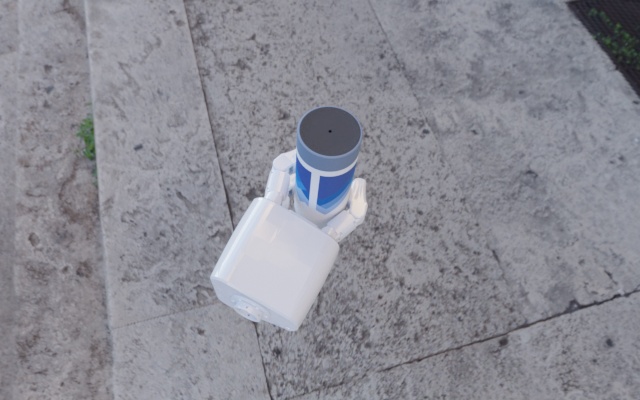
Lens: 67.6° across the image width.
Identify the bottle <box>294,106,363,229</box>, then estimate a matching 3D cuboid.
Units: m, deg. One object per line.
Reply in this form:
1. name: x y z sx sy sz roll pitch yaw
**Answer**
1. bottle: 0.000 0.002 0.606 0.069 0.069 0.296 0 -29 -4
